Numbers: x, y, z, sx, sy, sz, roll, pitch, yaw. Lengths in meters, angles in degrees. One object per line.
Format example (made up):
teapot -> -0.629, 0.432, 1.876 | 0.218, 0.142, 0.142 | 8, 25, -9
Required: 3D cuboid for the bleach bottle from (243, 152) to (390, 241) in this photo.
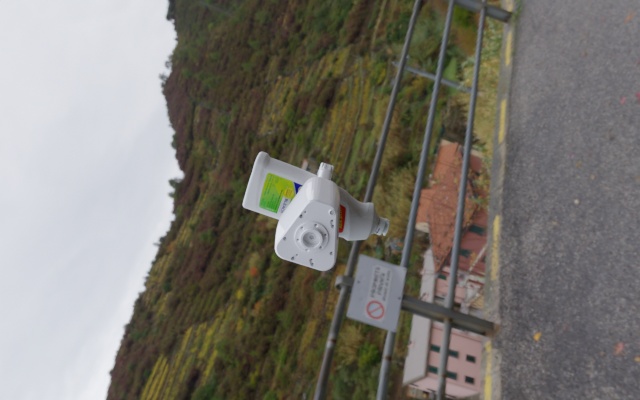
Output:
bleach bottle -> 0.000, 0.003, 0.824 | 0.251, 0.102, 0.068 | 18, 19, -5
